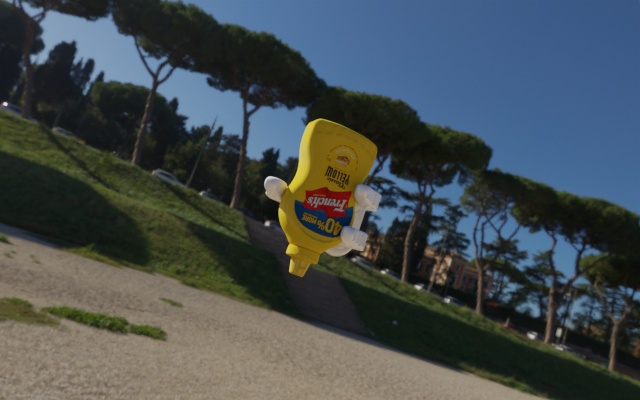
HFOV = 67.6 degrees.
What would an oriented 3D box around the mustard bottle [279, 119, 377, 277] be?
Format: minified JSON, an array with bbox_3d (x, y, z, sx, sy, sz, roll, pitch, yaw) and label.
[{"bbox_3d":[0.000,0.002,0.601,0.096,0.191,0.058,23,-10,-23],"label":"mustard bottle"}]
